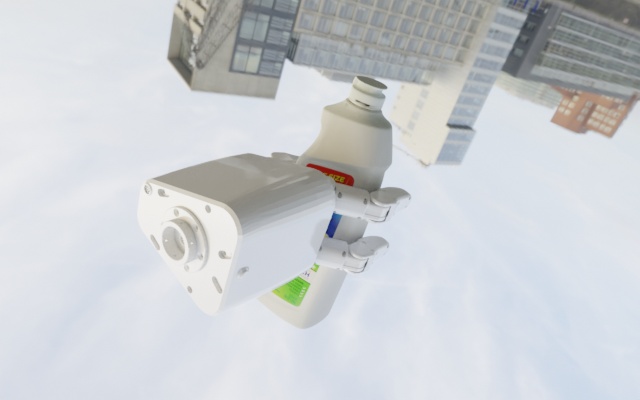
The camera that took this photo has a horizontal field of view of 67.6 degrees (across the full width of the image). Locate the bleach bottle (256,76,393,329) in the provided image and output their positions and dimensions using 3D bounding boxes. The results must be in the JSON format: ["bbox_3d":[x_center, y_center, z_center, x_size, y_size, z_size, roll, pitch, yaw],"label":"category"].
[{"bbox_3d":[0.000,0.002,0.462,0.102,0.251,0.068,33,31,25],"label":"bleach bottle"}]
